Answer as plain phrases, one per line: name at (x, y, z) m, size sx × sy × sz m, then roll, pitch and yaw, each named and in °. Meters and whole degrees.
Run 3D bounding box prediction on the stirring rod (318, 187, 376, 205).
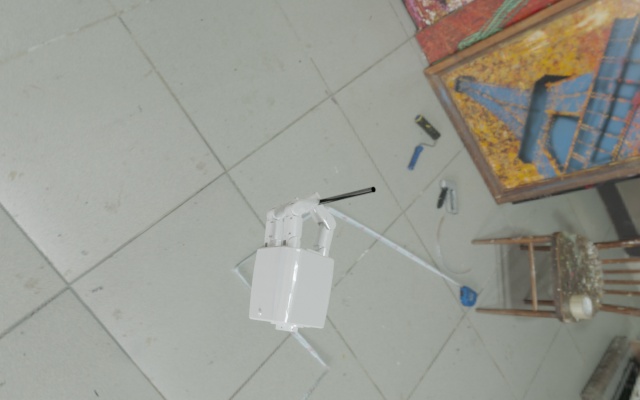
stirring rod at (0.000, 0.002, 0.718) m, size 0.011 × 0.011 × 0.239 m, roll 0°, pitch -8°, yaw -35°
